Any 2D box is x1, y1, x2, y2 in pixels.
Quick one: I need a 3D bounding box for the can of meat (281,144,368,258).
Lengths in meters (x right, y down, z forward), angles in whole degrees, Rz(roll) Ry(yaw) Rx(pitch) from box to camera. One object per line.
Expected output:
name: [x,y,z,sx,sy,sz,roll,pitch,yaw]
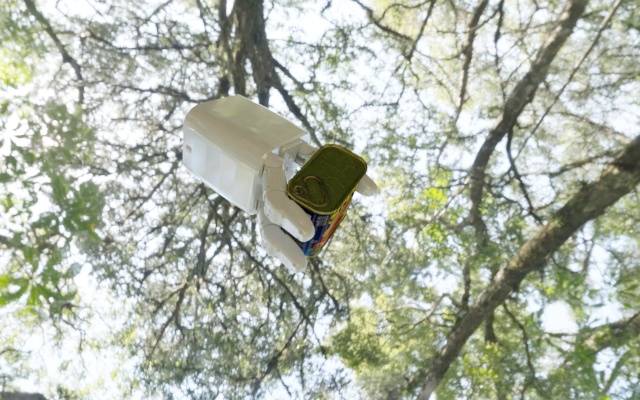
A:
can of meat: [0.000,0.002,0.520,0.057,0.084,0.102,30,47,11]
